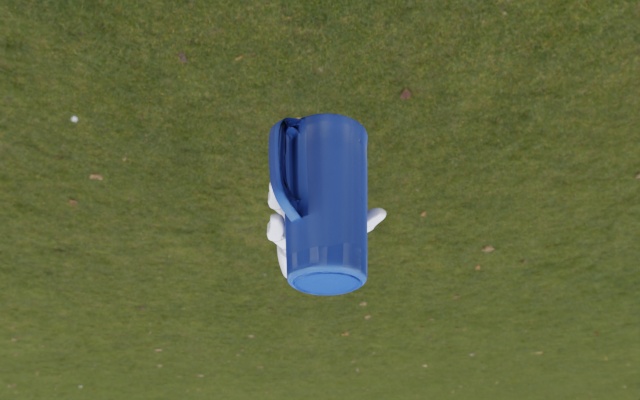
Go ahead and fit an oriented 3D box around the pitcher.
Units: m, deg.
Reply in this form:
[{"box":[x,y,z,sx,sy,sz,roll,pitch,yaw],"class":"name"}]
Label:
[{"box":[0.000,0.002,0.684,0.149,0.242,0.145,1,-29,-3],"class":"pitcher"}]
